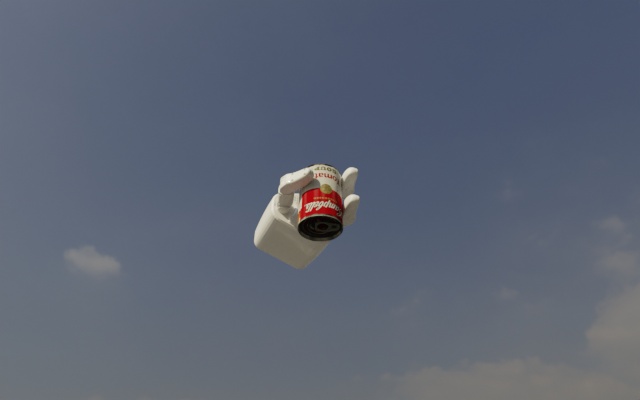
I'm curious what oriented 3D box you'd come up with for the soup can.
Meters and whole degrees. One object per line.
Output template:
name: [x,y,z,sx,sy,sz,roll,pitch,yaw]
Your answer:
soup can: [0.000,0.002,0.733,0.068,0.102,0.069,0,-38,0]
